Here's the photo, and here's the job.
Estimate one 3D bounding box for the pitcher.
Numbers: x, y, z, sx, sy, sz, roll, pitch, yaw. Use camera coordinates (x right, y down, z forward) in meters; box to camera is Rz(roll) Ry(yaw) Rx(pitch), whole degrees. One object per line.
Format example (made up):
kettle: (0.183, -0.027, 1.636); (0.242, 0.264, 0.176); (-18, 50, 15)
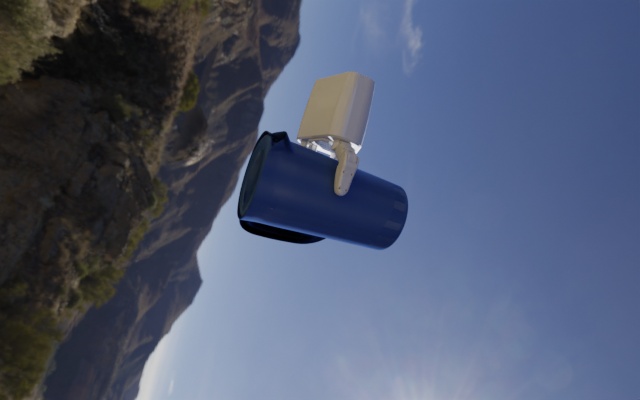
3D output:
pitcher: (0.000, 0.002, 0.727); (0.243, 0.145, 0.149); (18, -9, -19)
